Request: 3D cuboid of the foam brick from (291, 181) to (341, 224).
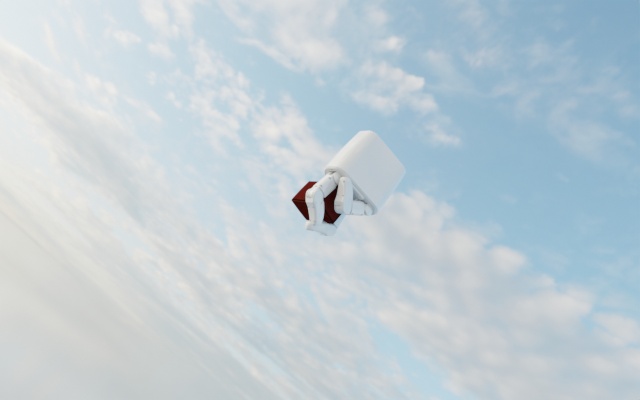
[{"bbox_3d":[0.000,0.003,0.832,0.078,0.053,0.051,6,48,49],"label":"foam brick"}]
